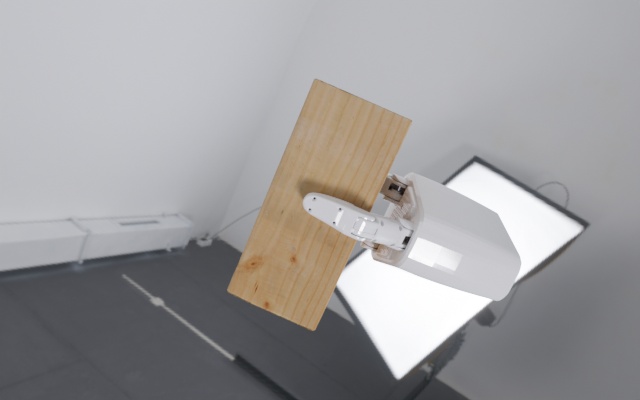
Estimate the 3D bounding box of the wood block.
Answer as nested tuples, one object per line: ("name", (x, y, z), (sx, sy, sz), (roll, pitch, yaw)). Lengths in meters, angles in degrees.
("wood block", (0.000, 0.002, 0.453), (0.090, 0.206, 0.091), (24, 11, 3))
